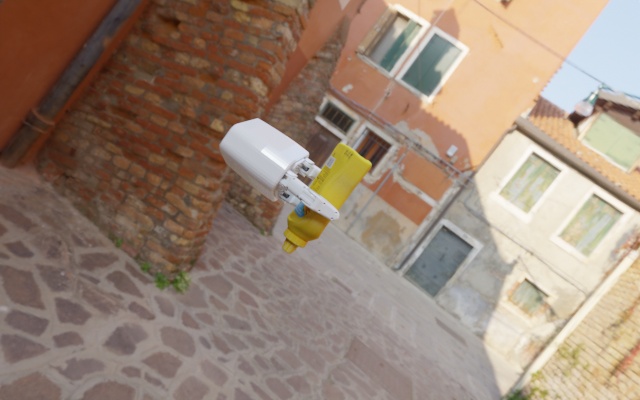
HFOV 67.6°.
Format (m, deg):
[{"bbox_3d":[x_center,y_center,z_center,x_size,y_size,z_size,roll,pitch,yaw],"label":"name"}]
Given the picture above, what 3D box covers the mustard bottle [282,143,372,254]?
[{"bbox_3d":[0.001,0.002,0.752,0.058,0.191,0.096,34,6,-19],"label":"mustard bottle"}]
